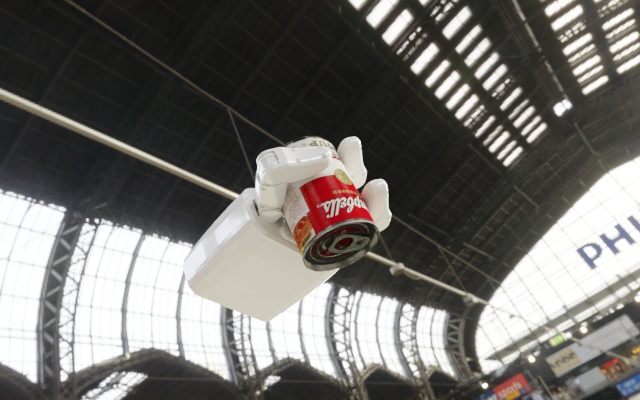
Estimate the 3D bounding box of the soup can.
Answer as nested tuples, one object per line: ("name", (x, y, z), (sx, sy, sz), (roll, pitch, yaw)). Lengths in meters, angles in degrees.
("soup can", (0.000, 0.001, 0.419), (0.068, 0.102, 0.069), (-17, -36, -12))
